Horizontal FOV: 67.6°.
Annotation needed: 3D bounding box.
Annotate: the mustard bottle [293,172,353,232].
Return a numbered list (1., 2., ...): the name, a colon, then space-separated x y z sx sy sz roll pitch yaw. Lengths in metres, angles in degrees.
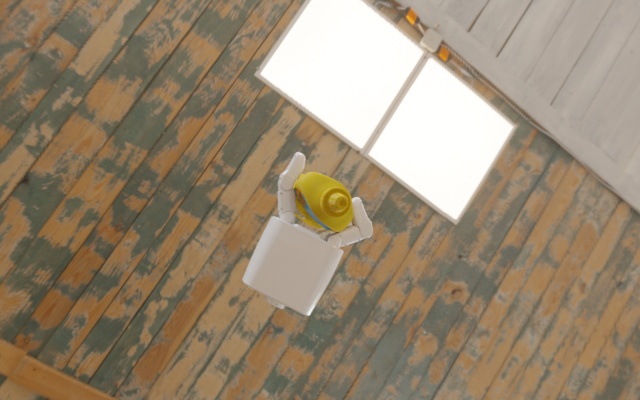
1. mustard bottle: 0.000 0.002 0.701 0.058 0.096 0.191 -39 11 -12
